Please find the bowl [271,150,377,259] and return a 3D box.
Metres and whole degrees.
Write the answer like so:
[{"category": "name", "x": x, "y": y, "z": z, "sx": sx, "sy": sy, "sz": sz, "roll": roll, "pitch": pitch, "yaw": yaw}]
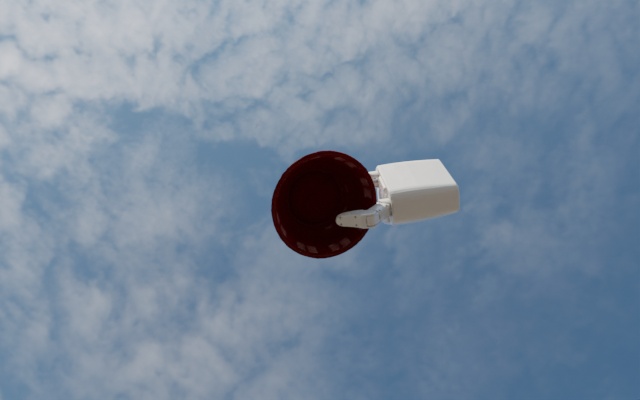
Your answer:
[{"category": "bowl", "x": -0.001, "y": 0.002, "z": 0.716, "sx": 0.162, "sy": 0.162, "sz": 0.055, "roll": 0, "pitch": 13, "yaw": -19}]
